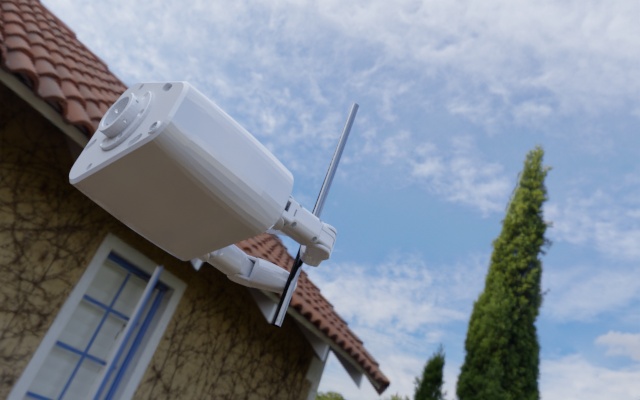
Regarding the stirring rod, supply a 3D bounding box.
[{"bbox_3d":[0.000,0.001,0.444,0.011,0.239,0.011,16,-27,8],"label":"stirring rod"}]
